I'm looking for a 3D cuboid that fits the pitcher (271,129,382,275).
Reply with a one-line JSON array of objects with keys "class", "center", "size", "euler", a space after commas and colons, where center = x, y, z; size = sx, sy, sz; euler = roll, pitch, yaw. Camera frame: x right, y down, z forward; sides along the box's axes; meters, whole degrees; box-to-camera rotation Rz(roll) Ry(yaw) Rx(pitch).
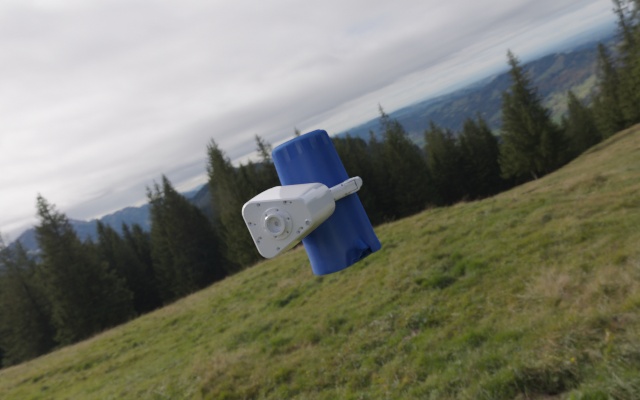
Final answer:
[{"class": "pitcher", "center": [0.000, 0.003, 0.867], "size": [0.149, 0.243, 0.145], "euler": [-21, 5, 21]}]
